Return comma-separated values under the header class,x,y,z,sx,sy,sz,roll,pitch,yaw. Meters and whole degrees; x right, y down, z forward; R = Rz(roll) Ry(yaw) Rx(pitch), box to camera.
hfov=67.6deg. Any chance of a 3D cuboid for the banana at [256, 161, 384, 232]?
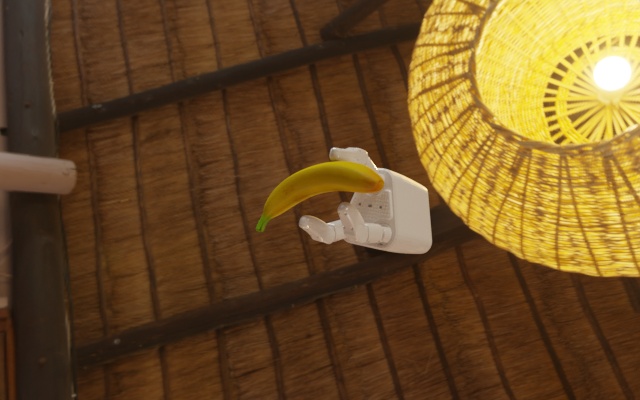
class,x,y,z,sx,sy,sz,roll,pitch,yaw
banana,-0.004,-0.014,0.604,0.198,0.069,0.037,-22,-29,35
